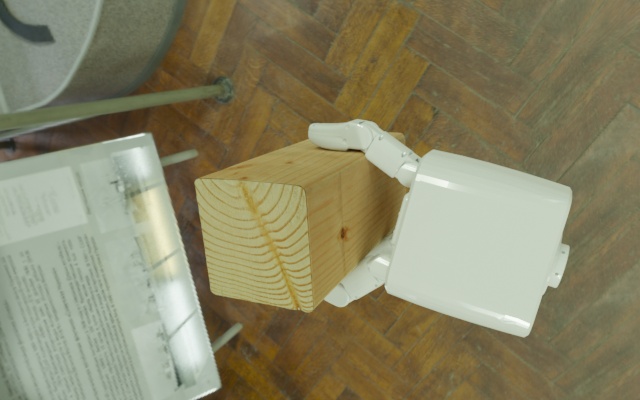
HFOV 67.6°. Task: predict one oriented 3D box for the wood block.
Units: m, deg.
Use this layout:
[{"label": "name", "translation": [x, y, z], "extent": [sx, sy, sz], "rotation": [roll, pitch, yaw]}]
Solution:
[{"label": "wood block", "translation": [0.000, 0.001, 0.411], "extent": [0.090, 0.091, 0.206], "rotation": [5, 18, 27]}]
